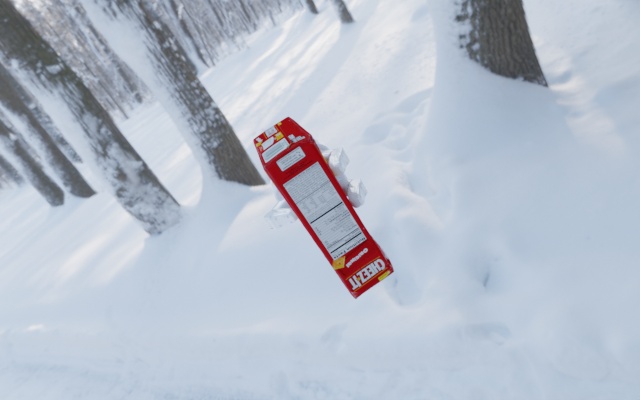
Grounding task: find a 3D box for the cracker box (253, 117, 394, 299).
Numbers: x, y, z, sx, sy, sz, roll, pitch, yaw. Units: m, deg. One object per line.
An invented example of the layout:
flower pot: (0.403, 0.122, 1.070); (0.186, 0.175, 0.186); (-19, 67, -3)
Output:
cracker box: (0.000, 0.002, 0.641); (0.072, 0.214, 0.164); (-34, 21, 0)
